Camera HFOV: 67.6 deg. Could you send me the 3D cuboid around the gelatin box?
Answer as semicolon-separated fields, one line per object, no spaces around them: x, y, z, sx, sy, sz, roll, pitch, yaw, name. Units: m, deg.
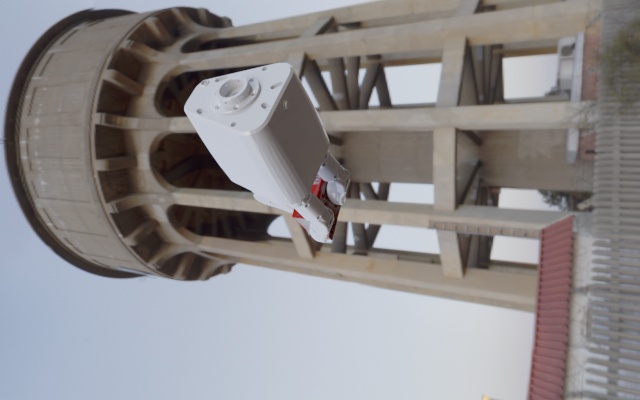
0.000;0.002;0.598;0.030;0.073;0.089;8;-18;21;gelatin box
